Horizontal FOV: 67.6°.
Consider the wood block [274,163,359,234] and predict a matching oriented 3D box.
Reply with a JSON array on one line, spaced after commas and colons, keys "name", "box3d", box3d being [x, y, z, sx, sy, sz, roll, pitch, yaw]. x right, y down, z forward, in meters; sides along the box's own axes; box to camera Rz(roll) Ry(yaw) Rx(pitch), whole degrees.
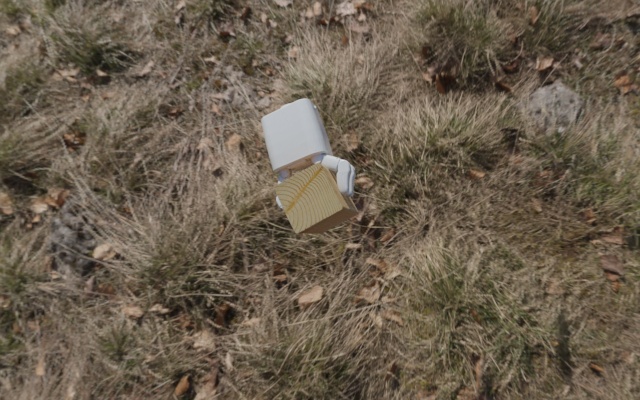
[{"name": "wood block", "box3d": [0.000, 0.003, 0.876, 0.091, 0.090, 0.206, -28, -9, 9]}]
